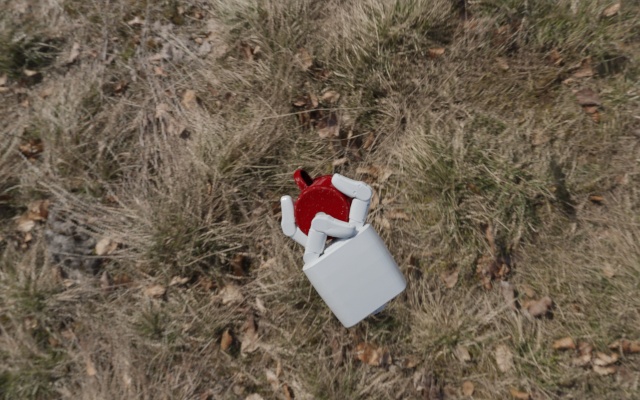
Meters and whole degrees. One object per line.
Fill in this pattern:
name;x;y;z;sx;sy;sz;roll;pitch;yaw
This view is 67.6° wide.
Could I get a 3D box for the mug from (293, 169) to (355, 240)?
mug;-0.001;0.001;0.709;0.093;0.117;0.081;-35;3;13
